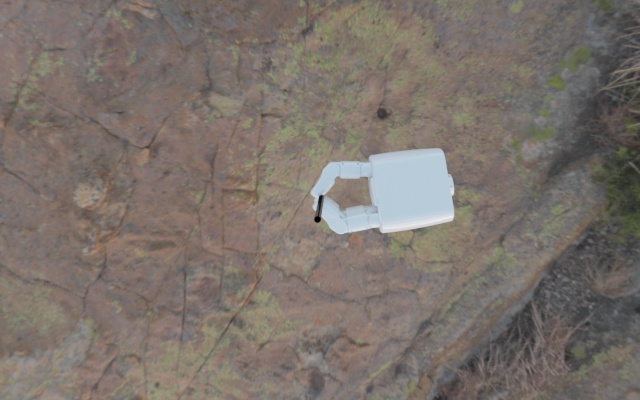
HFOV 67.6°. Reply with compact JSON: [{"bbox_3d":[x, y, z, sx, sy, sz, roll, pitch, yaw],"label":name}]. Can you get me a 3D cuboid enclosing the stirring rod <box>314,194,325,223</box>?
[{"bbox_3d":[0.000,0.002,0.665,0.011,0.011,0.239,0,9,2],"label":"stirring rod"}]
